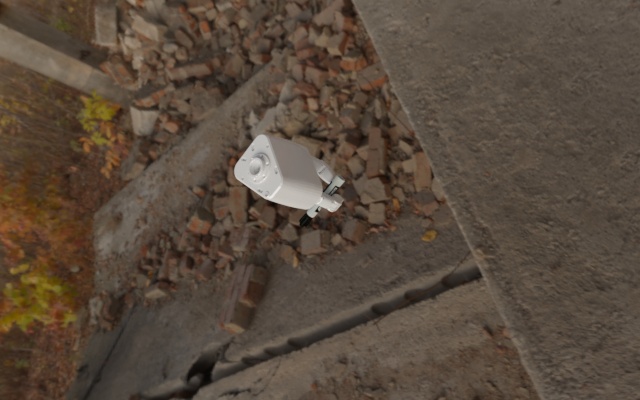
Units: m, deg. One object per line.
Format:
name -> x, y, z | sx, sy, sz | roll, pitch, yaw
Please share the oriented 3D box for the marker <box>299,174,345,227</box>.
marker -> 0.000, 0.003, 0.872 | 0.020, 0.121, 0.020 | 35, 19, -14
